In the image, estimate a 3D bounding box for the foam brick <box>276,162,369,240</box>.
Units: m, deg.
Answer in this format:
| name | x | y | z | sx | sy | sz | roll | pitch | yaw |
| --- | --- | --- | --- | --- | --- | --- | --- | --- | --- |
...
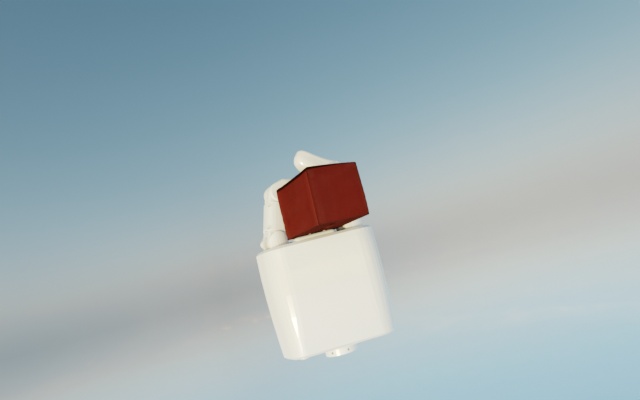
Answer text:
| name | x | y | z | sx | sy | sz | roll | pitch | yaw |
| --- | --- | --- | --- | --- | --- | --- | --- | --- | --- |
| foam brick | 0.000 | 0.001 | 0.444 | 0.053 | 0.051 | 0.078 | -9 | -10 | -27 |
